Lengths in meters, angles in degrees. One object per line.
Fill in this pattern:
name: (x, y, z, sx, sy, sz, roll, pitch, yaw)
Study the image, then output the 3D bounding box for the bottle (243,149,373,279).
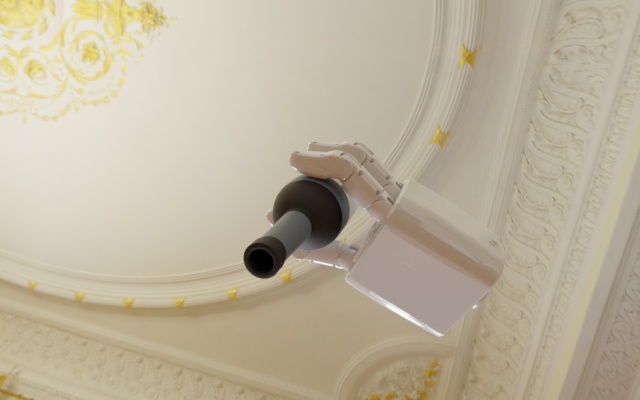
bottle: (0.000, 0.001, 0.464, 0.069, 0.069, 0.295, 0, 16, 17)
